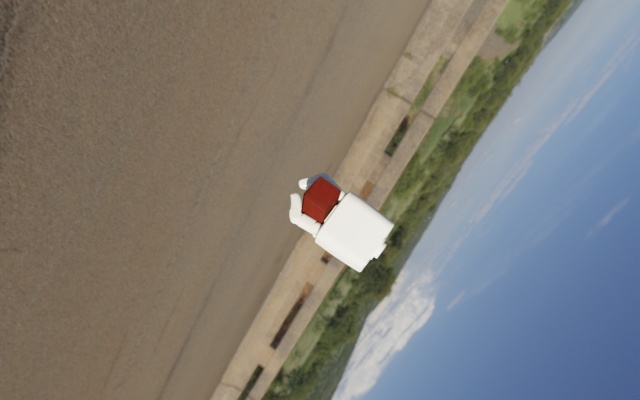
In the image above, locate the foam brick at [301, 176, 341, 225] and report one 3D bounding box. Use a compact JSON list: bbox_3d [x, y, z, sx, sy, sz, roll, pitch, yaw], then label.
[{"bbox_3d":[0.000,0.003,0.895,0.051,0.053,0.078,36,-25,11],"label":"foam brick"}]
